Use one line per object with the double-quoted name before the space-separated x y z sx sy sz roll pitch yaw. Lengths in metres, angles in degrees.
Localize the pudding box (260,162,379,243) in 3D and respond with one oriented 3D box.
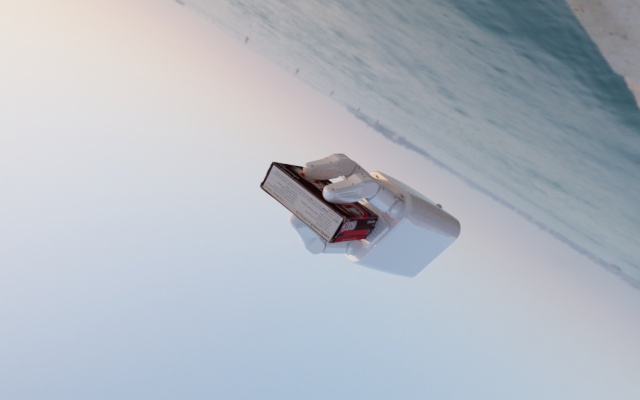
"pudding box" 0.000 0.002 0.544 0.113 0.039 0.090 35 14 25
